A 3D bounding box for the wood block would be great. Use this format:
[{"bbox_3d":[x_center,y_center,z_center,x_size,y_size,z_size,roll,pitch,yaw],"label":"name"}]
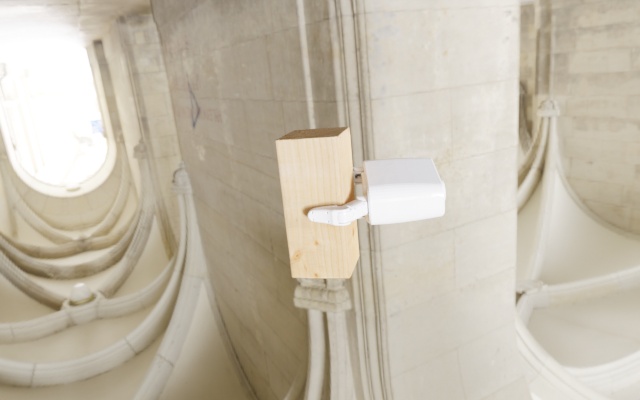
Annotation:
[{"bbox_3d":[0.000,0.003,0.705,0.090,0.206,0.090,-1,16,15],"label":"wood block"}]
